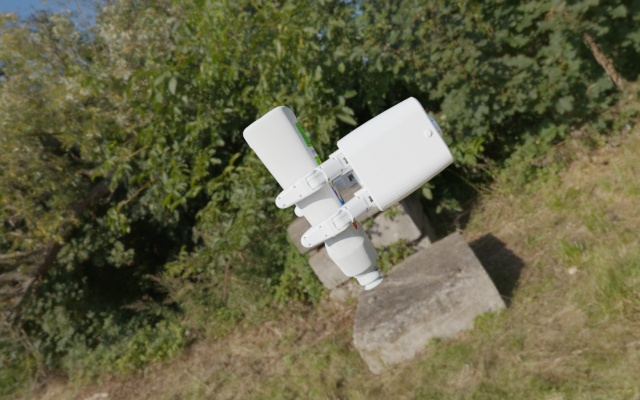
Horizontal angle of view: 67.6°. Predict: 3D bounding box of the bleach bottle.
[{"bbox_3d":[0.000,0.002,0.614,0.068,0.251,0.102,-33,4,5],"label":"bleach bottle"}]
